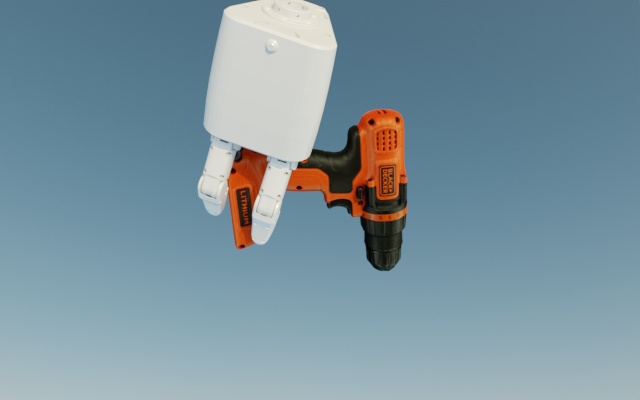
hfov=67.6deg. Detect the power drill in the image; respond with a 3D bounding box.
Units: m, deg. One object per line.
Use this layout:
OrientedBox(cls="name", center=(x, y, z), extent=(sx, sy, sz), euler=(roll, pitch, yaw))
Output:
OrientedBox(cls="power drill", center=(0.000, 0.001, 0.507), extent=(0.187, 0.184, 0.057), euler=(-7, 23, -7))
